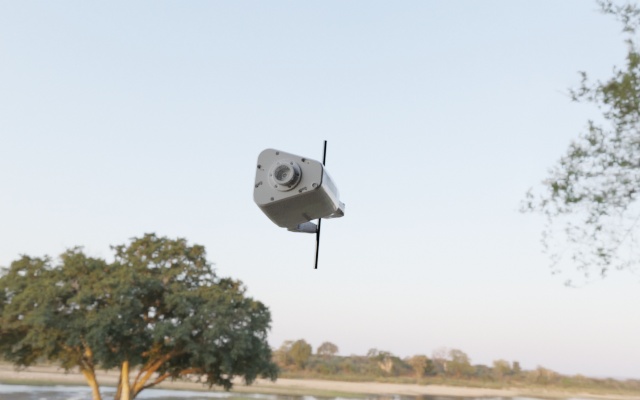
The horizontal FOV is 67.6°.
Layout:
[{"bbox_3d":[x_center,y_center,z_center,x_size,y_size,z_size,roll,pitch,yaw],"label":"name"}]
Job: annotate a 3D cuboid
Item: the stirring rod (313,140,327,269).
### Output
[{"bbox_3d":[0.000,0.003,0.851,0.011,0.239,0.011,4,-18,1],"label":"stirring rod"}]
